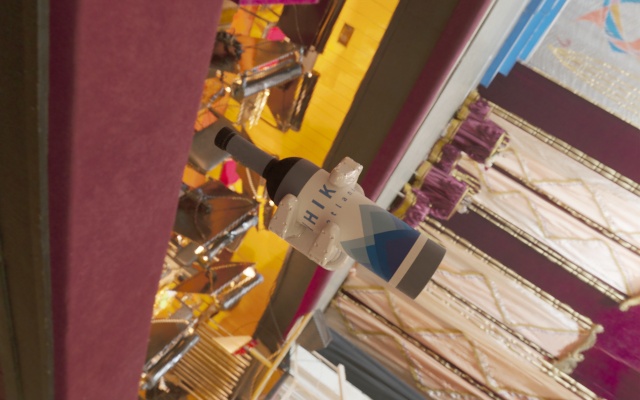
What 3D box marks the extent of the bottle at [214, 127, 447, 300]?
[{"bbox_3d":[0.000,0.002,0.551,0.295,0.069,0.069,34,7,11],"label":"bottle"}]
